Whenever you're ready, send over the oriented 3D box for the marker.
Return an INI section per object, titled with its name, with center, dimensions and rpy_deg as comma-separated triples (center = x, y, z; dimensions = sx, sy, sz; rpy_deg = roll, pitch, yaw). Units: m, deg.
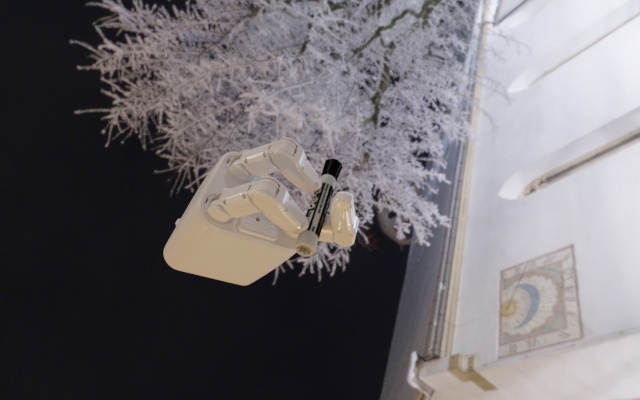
[marker]
center = 0.000, 0.001, 0.456
dimensions = 0.020, 0.020, 0.121
rpy_deg = 0, 44, 19
